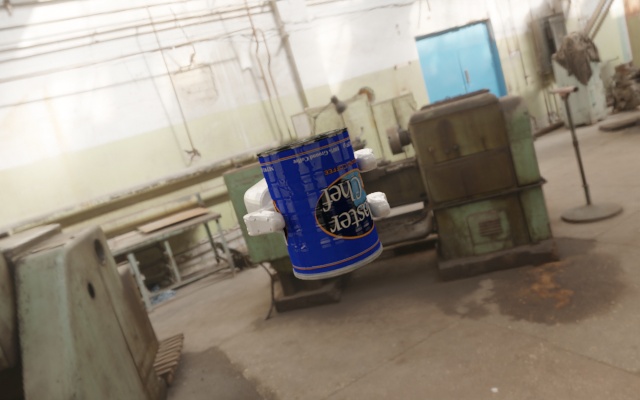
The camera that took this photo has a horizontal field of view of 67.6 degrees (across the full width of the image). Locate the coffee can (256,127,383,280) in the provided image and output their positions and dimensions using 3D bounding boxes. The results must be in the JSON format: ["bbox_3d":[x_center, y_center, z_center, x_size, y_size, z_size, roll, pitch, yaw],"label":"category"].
[{"bbox_3d":[0.000,0.002,0.521,0.103,0.140,0.103,-16,9,3],"label":"coffee can"}]
